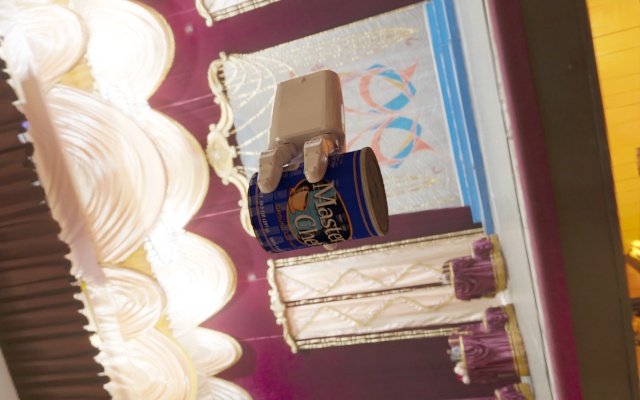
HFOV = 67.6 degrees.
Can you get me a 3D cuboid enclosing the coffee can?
[{"bbox_3d":[0.000,0.002,0.560,0.140,0.103,0.103,-11,-3,17],"label":"coffee can"}]
